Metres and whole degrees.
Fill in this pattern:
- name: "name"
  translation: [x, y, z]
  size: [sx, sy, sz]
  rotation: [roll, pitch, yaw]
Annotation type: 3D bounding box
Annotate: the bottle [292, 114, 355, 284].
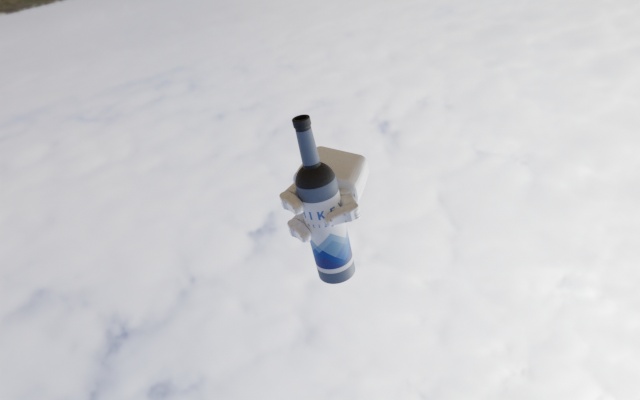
- name: "bottle"
  translation: [0.000, 0.003, 0.775]
  size: [0.069, 0.296, 0.069]
  rotation: [-10, 30, 6]
